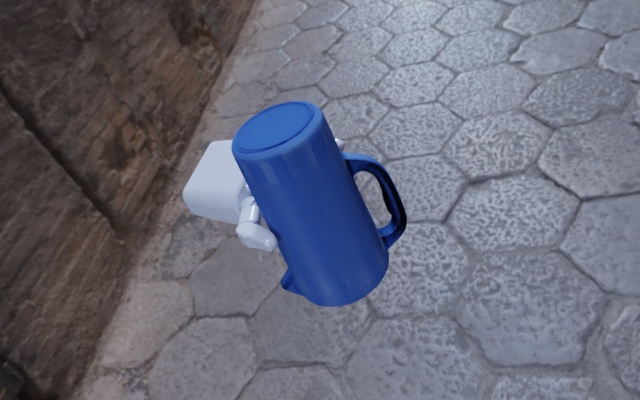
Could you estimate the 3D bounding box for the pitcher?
[{"bbox_3d":[0.000,0.002,0.582,0.145,0.243,0.149,6,46,34],"label":"pitcher"}]
